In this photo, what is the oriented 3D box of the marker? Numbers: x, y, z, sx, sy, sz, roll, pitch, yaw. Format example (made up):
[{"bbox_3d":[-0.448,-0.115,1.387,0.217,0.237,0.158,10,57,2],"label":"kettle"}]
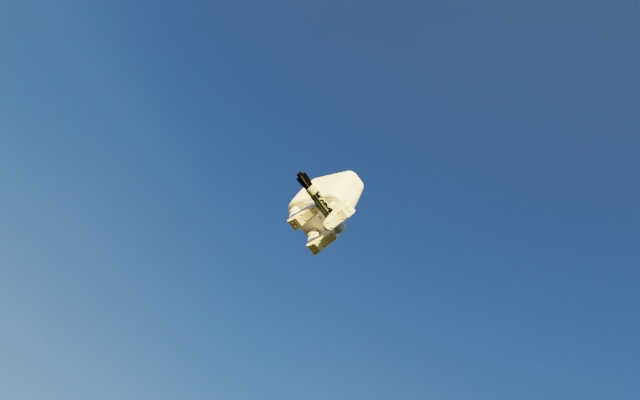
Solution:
[{"bbox_3d":[0.000,0.003,0.787,0.020,0.121,0.020,-35,12,9],"label":"marker"}]
